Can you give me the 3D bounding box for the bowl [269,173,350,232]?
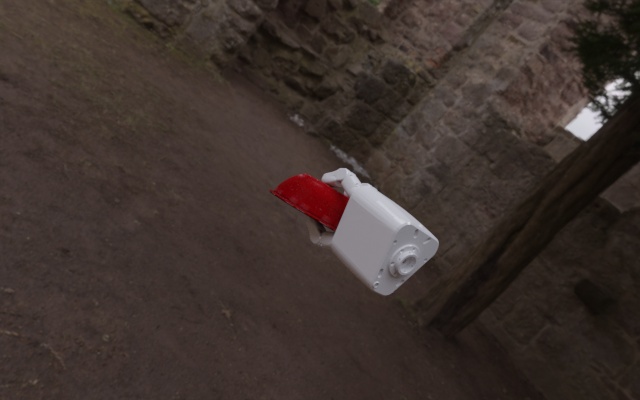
[{"bbox_3d":[-0.001,0.002,0.766,0.162,0.055,0.162,30,0,0],"label":"bowl"}]
